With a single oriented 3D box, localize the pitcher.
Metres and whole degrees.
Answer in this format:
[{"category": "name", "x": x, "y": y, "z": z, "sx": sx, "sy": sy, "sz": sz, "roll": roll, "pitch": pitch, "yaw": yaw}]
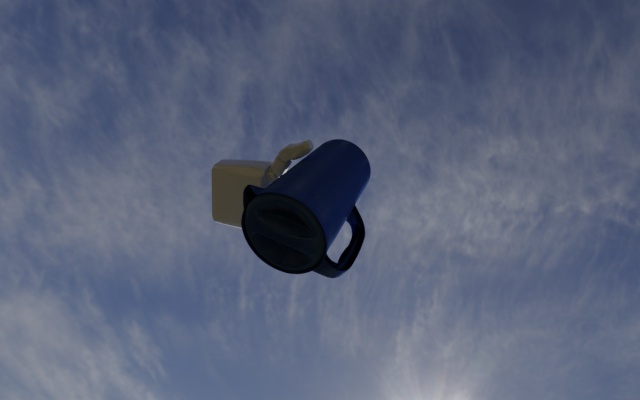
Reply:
[{"category": "pitcher", "x": 0.000, "y": 0.002, "z": 0.749, "sx": 0.145, "sy": 0.149, "sz": 0.242, "roll": 5, "pitch": 30, "yaw": 25}]
